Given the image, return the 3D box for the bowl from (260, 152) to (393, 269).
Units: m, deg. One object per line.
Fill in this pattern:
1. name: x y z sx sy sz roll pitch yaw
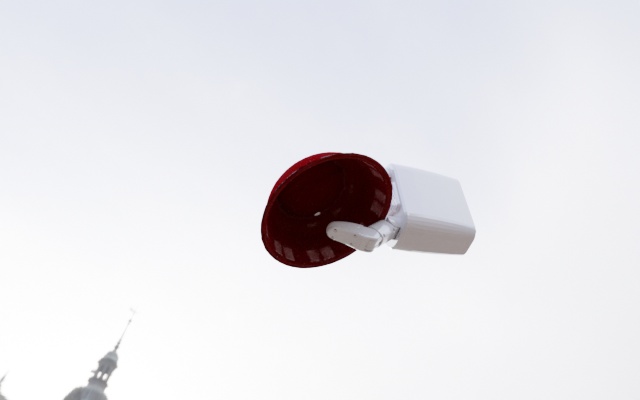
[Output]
1. bowl: -0.001 0.001 0.552 0.162 0.162 0.055 0 36 -29
